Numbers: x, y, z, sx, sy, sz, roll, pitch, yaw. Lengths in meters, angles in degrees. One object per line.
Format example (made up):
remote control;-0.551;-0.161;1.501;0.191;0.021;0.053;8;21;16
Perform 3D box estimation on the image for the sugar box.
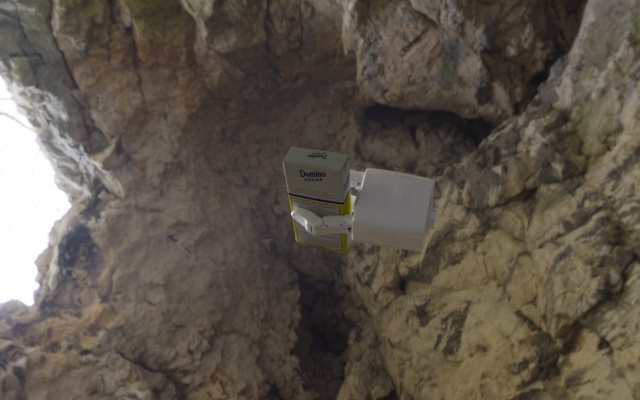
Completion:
sugar box;0.000;0.002;0.745;0.093;0.176;0.048;11;43;16
